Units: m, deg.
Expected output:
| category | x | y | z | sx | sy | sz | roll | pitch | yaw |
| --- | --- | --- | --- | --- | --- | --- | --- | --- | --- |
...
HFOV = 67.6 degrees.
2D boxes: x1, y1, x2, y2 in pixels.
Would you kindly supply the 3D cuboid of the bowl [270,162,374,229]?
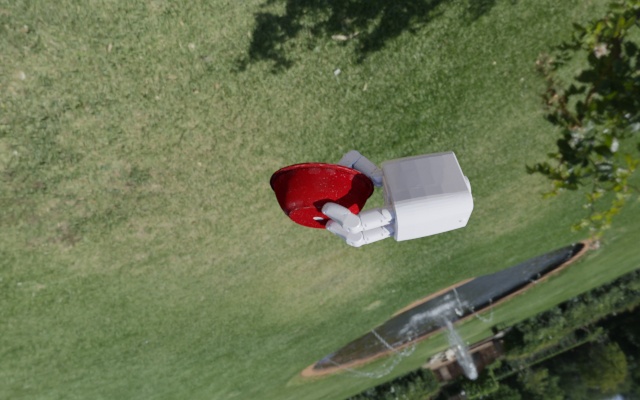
| category | x | y | z | sx | sy | sz | roll | pitch | yaw |
| --- | --- | --- | --- | --- | --- | --- | --- | --- | --- |
| bowl | -0.001 | 0.003 | 0.725 | 0.162 | 0.055 | 0.162 | 4 | -22 | 2 |
